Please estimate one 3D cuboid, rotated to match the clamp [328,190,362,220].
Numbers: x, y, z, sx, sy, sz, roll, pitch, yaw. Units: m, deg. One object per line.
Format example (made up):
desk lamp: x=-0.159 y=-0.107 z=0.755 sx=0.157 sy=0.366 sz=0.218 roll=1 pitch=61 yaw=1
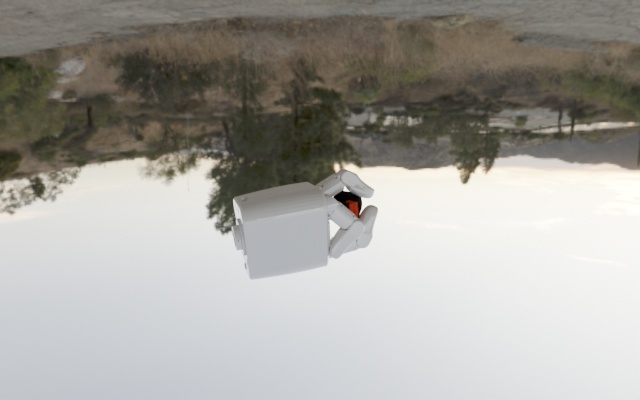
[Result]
clamp: x=0.000 y=0.003 z=0.715 sx=0.120 sy=0.039 sz=0.171 roll=-16 pitch=13 yaw=-13
